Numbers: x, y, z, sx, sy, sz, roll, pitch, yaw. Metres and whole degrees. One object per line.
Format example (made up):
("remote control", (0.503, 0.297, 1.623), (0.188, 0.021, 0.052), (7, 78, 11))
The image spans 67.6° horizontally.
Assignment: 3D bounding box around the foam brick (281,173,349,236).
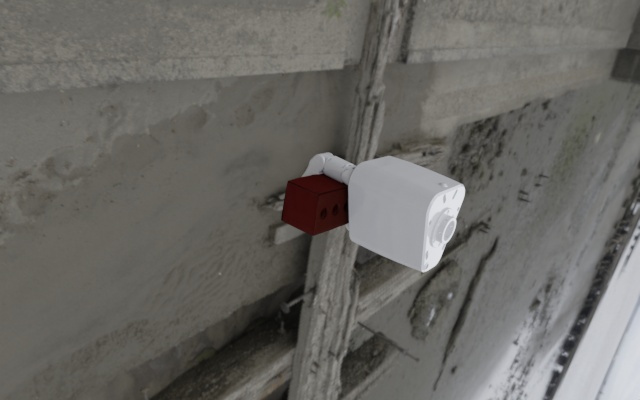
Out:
("foam brick", (0.000, 0.002, 0.576), (0.051, 0.053, 0.078), (25, 27, 34))
